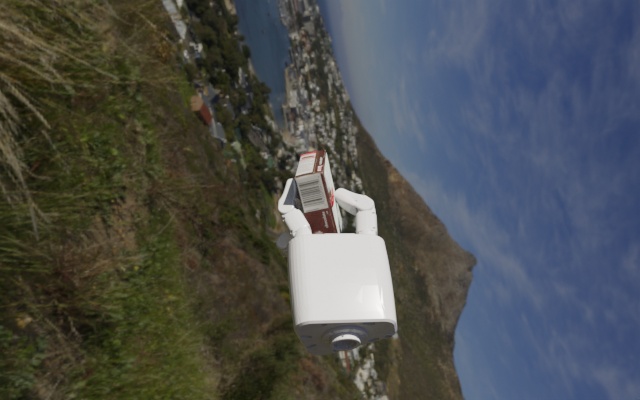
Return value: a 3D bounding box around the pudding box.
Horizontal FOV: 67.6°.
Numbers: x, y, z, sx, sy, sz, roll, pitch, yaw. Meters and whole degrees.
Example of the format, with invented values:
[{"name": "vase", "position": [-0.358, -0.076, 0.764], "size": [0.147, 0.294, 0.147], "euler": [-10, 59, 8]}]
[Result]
[{"name": "pudding box", "position": [0.000, 0.002, 0.615], "size": [0.039, 0.113, 0.090], "euler": [-10, 23, 6]}]
